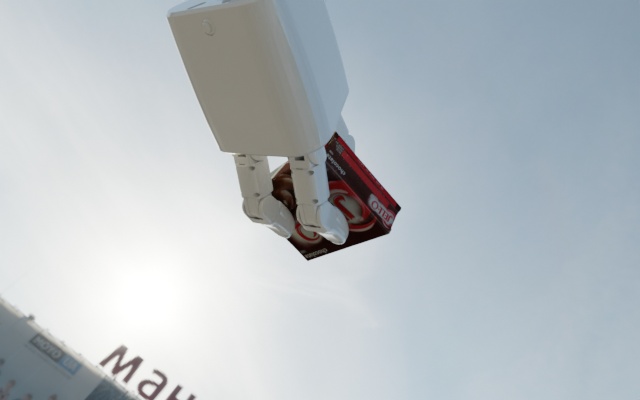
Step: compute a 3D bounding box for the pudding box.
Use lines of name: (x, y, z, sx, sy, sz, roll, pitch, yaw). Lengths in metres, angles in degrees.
pudding box: (0.000, 0.001, 0.420, 0.113, 0.090, 0.039, -24, 23, 49)
